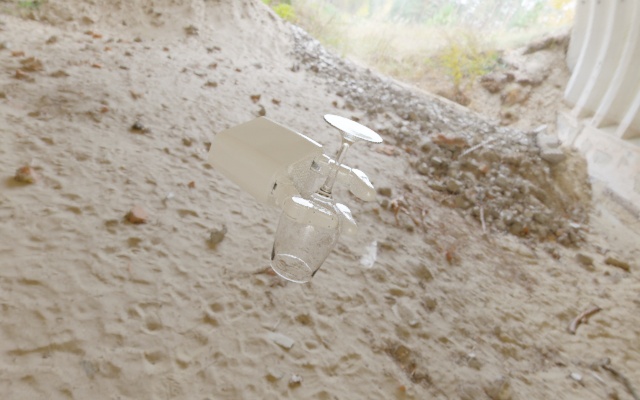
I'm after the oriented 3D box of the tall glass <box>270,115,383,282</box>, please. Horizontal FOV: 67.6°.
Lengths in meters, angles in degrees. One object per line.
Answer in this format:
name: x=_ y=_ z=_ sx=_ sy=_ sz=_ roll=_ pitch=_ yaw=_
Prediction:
tall glass: x=0.000 y=0.001 z=0.584 sx=0.079 sy=0.201 sz=0.079 roll=20 pitch=21 yaw=-8
